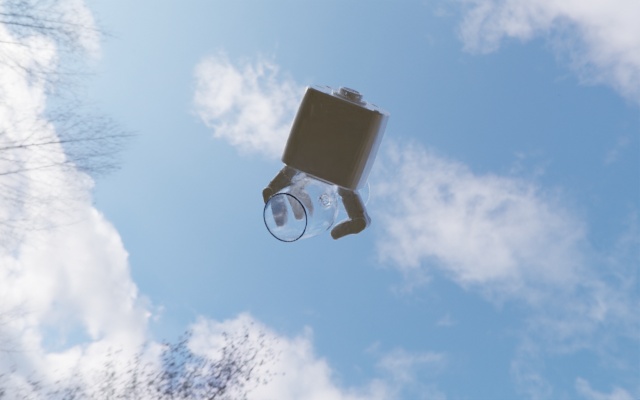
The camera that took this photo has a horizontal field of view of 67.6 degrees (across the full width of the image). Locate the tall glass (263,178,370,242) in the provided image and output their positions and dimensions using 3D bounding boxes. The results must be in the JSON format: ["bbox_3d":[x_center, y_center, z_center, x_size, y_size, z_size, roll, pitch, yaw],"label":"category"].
[{"bbox_3d":[0.000,0.002,0.662,0.079,0.079,0.201,0,11,27],"label":"tall glass"}]
